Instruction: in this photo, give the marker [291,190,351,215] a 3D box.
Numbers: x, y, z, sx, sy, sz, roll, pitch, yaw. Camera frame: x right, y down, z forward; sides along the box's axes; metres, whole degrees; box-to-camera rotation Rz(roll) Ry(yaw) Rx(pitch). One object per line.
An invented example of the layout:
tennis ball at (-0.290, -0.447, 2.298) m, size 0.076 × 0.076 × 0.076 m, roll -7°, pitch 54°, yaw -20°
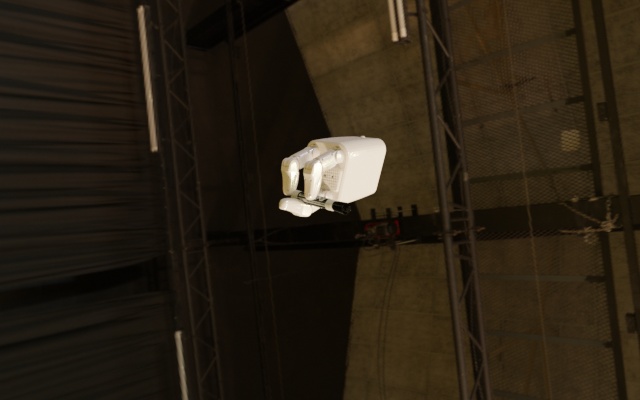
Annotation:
marker at (0.000, 0.002, 0.745) m, size 0.020 × 0.020 × 0.121 m, roll 0°, pitch 10°, yaw -45°
